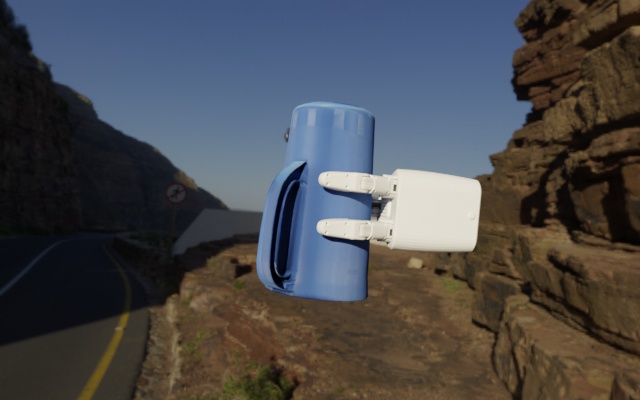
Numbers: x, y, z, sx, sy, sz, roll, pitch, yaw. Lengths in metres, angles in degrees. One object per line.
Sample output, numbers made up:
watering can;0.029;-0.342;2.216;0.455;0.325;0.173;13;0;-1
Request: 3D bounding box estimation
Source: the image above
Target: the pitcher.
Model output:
pitcher;0.000;0.002;0.609;0.145;0.243;0.149;5;-1;-6
